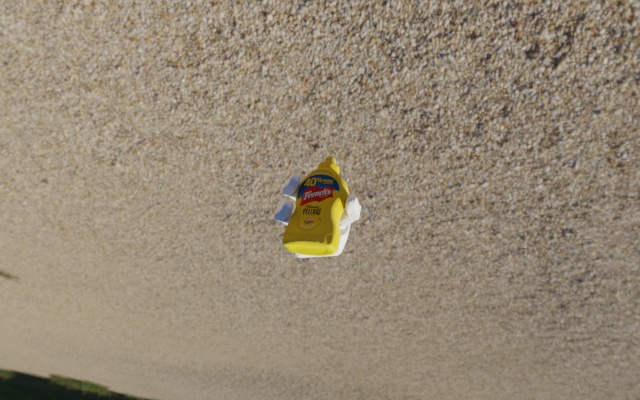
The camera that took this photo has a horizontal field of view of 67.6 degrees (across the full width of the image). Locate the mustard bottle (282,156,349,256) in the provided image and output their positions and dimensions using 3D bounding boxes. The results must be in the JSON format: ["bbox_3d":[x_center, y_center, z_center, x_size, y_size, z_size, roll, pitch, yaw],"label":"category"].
[{"bbox_3d":[0.000,0.003,0.856,0.096,0.191,0.058,0,-32,24],"label":"mustard bottle"}]
